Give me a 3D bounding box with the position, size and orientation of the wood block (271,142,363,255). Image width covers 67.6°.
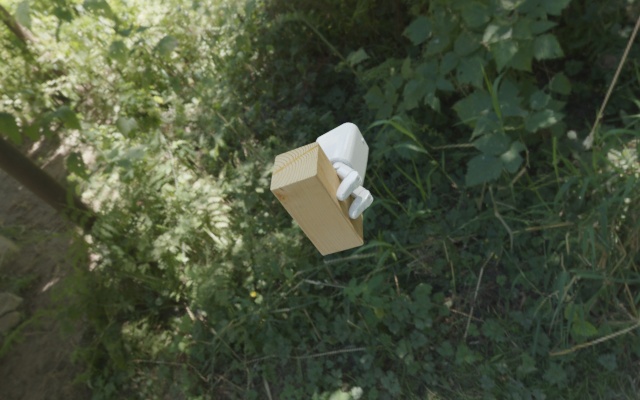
[{"bbox_3d":[0.000,0.003,0.897,0.091,0.090,0.206,-17,-46,20],"label":"wood block"}]
